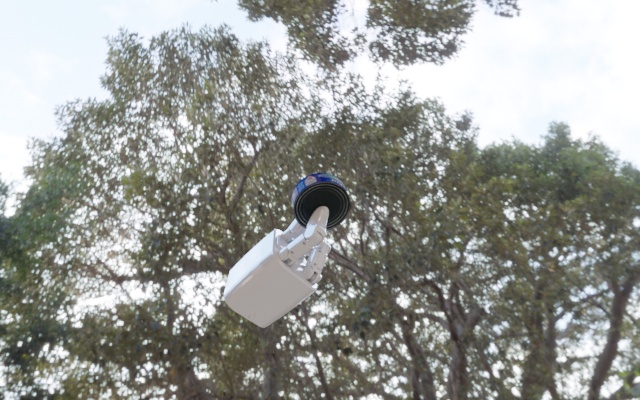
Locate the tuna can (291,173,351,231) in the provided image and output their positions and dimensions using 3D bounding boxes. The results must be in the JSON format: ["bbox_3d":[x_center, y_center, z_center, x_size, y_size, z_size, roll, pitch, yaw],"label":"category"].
[{"bbox_3d":[0.000,0.002,0.710,0.086,0.086,0.033,0,32,-12],"label":"tuna can"}]
